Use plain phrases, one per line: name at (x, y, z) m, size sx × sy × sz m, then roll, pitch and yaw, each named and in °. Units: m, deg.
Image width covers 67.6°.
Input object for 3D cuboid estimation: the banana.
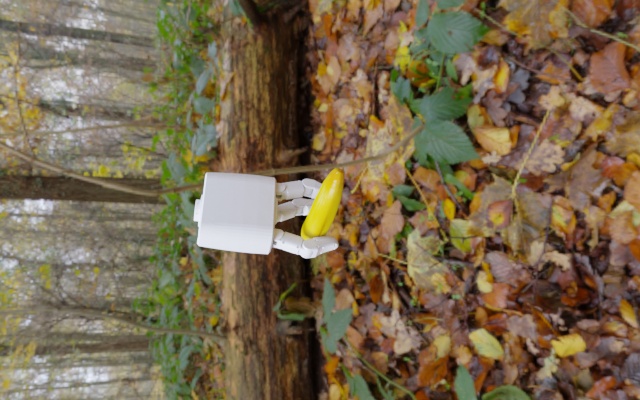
banana at (-0.002, 0.021, 0.720) m, size 0.037 × 0.069 × 0.198 m, roll 9°, pitch -24°, yaw -9°
